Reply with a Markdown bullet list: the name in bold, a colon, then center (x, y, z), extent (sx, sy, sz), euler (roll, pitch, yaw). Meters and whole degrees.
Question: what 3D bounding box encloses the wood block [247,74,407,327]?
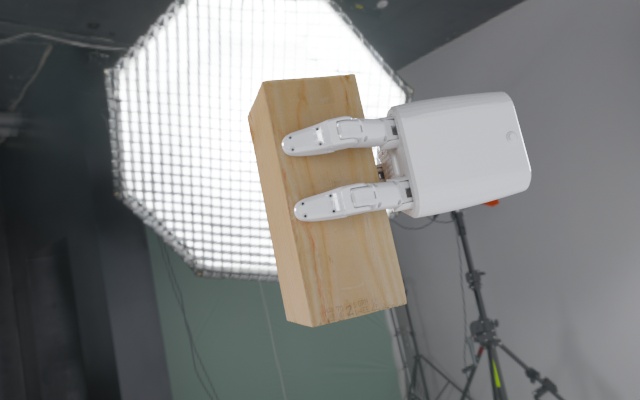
- **wood block**: center (0.000, 0.001, 0.441), extent (0.090, 0.206, 0.091), euler (-10, -7, -18)
